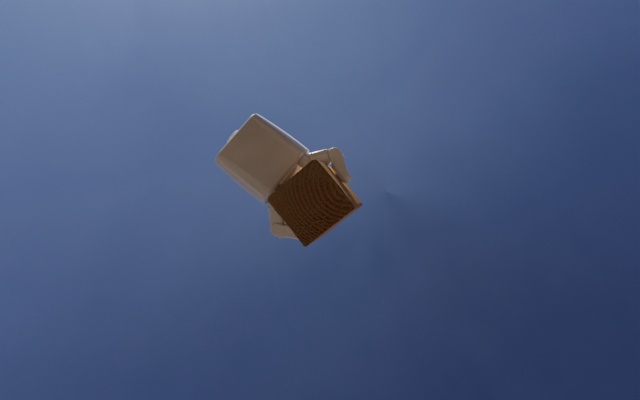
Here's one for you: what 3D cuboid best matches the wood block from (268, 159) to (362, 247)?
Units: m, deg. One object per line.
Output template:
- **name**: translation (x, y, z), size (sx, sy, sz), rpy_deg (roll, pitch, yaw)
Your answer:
- **wood block**: translation (0.000, 0.002, 0.749), size (0.091, 0.090, 0.206), rpy_deg (-39, -4, 7)
